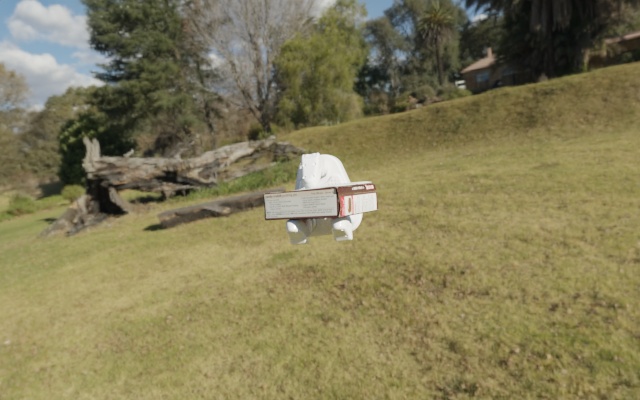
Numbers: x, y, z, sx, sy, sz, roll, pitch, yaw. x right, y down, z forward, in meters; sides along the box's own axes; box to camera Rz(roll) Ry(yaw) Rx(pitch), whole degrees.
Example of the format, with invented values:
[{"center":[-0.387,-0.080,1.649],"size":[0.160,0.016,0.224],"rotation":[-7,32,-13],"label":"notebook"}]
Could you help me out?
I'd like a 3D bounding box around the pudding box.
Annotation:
[{"center":[0.000,0.002,0.585],"size":[0.113,0.039,0.090],"rotation":[-6,2,36],"label":"pudding box"}]
